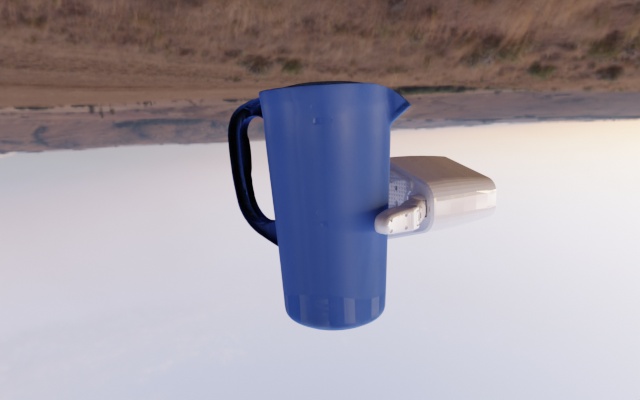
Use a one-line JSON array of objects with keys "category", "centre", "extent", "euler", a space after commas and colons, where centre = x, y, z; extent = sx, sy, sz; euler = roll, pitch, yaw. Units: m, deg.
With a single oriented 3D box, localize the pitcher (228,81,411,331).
[{"category": "pitcher", "centre": [0.000, 0.002, 0.496], "extent": [0.145, 0.243, 0.149], "euler": [-8, 11, -31]}]
